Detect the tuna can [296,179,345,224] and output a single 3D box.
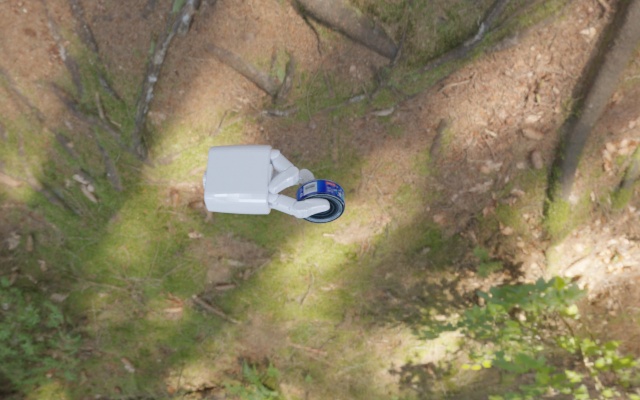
[{"bbox_3d":[0.000,0.003,0.828,0.086,0.033,0.086,-1,-39,-1],"label":"tuna can"}]
